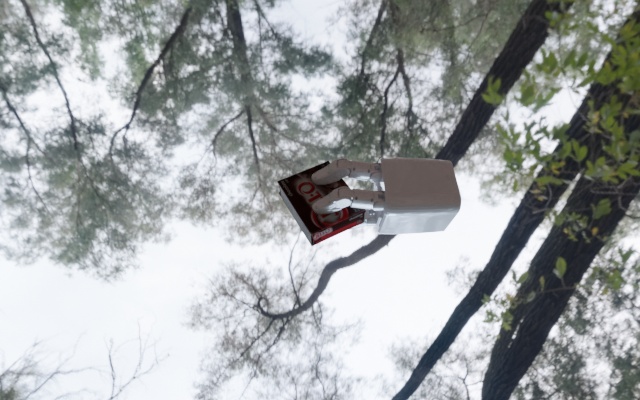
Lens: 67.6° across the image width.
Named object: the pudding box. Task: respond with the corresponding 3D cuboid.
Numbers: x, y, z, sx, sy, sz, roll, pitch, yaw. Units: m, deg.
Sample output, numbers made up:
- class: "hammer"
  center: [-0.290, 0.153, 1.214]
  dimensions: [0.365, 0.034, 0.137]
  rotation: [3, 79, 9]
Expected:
- class: "pudding box"
  center: [0.000, 0.002, 0.709]
  dimensions: [0.090, 0.113, 0.039]
  rotation: [-23, -37, -18]
